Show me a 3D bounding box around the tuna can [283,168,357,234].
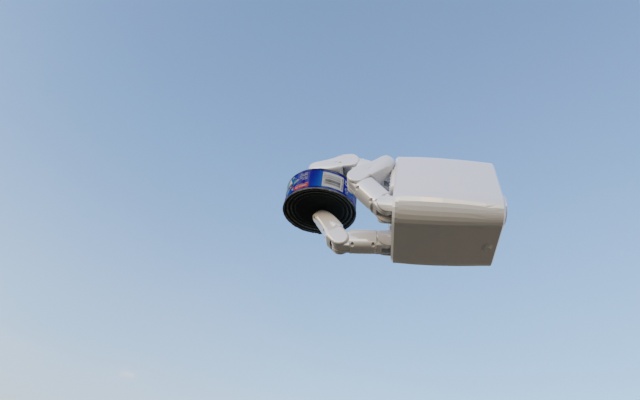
[{"bbox_3d":[0.000,0.001,0.563,0.086,0.033,0.086,4,-39,3],"label":"tuna can"}]
